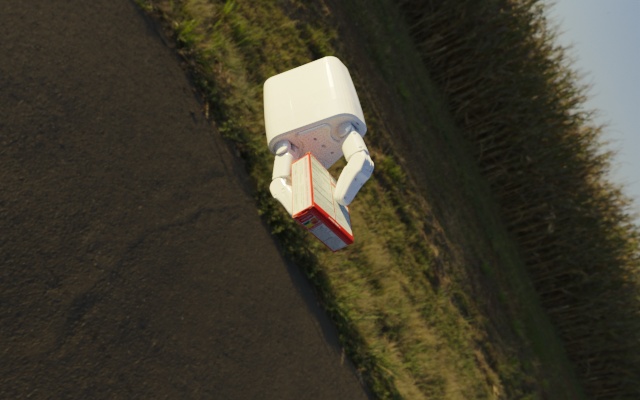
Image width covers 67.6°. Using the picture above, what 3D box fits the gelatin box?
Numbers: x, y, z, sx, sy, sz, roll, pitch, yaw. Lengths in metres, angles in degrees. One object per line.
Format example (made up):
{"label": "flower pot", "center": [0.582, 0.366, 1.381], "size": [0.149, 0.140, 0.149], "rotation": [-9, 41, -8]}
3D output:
{"label": "gelatin box", "center": [0.000, 0.002, 0.521], "size": [0.030, 0.089, 0.073], "rotation": [-30, -50, 21]}
